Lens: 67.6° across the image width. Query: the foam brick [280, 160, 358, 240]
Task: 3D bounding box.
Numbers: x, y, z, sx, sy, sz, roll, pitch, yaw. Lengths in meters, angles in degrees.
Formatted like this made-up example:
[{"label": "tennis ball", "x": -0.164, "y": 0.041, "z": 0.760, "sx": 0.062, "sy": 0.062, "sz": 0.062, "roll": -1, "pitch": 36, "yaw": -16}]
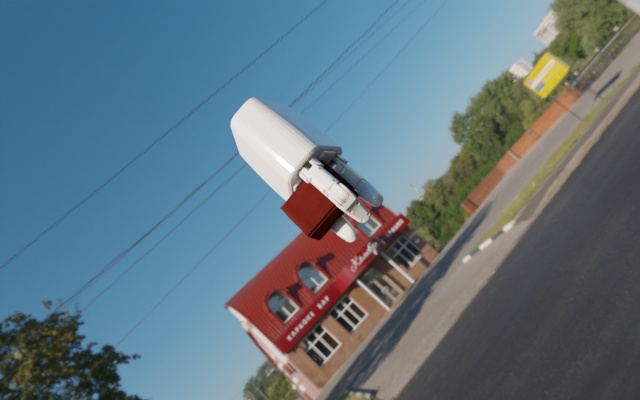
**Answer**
[{"label": "foam brick", "x": 0.000, "y": 0.002, "z": 0.576, "sx": 0.051, "sy": 0.078, "sz": 0.053, "roll": 41, "pitch": 1, "yaw": 16}]
